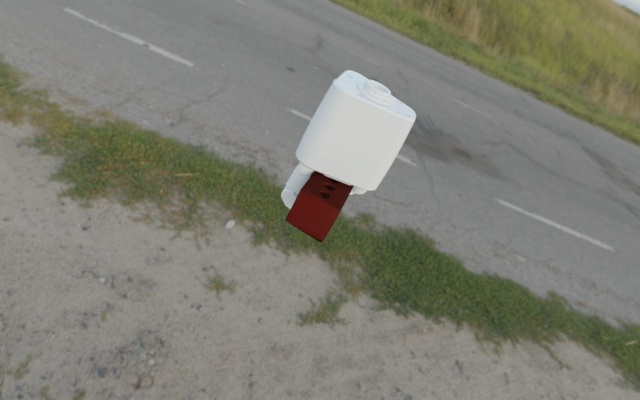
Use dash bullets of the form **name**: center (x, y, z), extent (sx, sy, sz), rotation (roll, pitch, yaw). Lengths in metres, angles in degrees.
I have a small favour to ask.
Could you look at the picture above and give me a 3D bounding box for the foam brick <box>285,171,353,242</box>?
- **foam brick**: center (0.000, 0.002, 0.582), extent (0.053, 0.051, 0.078), rotation (30, 30, 1)
